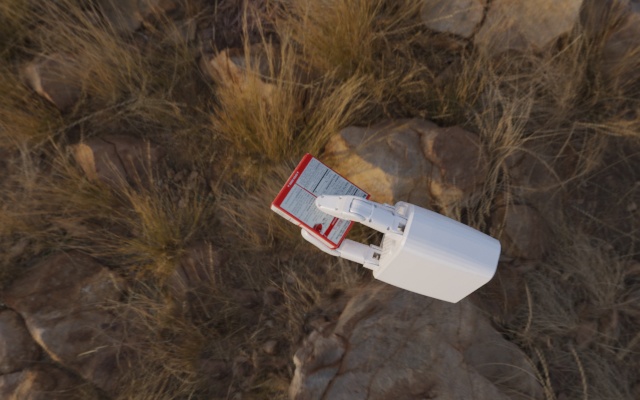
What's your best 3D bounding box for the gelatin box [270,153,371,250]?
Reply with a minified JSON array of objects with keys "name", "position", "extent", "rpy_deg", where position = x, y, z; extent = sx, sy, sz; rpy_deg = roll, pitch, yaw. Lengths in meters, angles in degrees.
[{"name":"gelatin box","position":[0.000,0.002,0.540],"extent":[0.089,0.073,0.030],"rpy_deg":[34,-15,-4]}]
